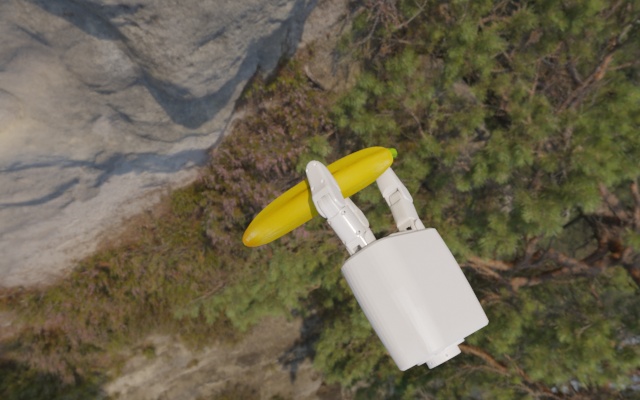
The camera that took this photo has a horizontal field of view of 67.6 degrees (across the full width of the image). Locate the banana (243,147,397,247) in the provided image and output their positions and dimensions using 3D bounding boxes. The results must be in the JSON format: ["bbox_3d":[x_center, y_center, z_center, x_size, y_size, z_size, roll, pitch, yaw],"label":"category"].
[{"bbox_3d":[0.001,-0.005,0.500,0.198,0.037,0.070,-29,-17,-2],"label":"banana"}]
